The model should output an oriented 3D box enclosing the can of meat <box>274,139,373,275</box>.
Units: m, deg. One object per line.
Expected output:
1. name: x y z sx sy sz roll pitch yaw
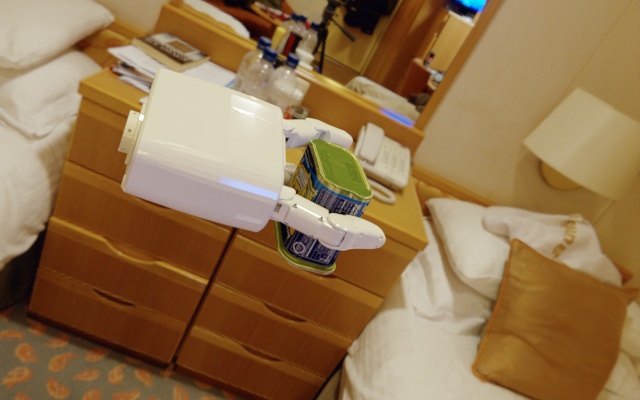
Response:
1. can of meat: 0.000 0.001 0.438 0.057 0.084 0.102 19 27 -20
